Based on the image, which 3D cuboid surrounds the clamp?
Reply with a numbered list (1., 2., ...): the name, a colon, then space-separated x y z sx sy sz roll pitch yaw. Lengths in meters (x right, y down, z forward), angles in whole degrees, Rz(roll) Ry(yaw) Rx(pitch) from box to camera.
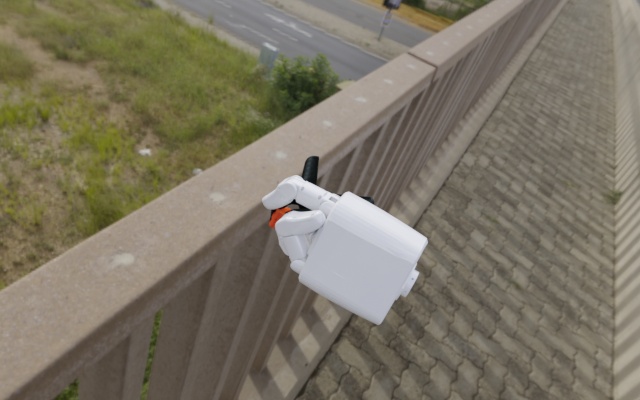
1. clamp: 0.000 0.002 0.634 0.120 0.039 0.171 29 36 11
